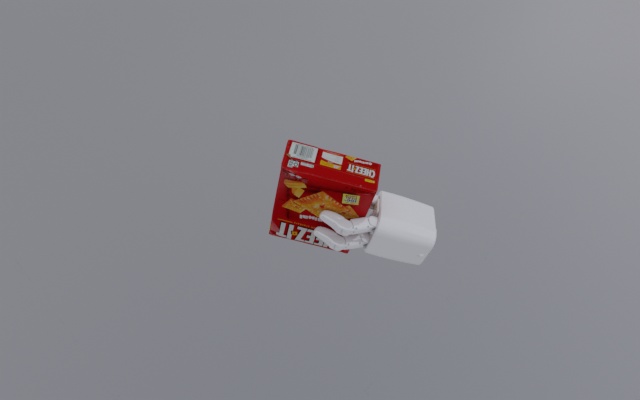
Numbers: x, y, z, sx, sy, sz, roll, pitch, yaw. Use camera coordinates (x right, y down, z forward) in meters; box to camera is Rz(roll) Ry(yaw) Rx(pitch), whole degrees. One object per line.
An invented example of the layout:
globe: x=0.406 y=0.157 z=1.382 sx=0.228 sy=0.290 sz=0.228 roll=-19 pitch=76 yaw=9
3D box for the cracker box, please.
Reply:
cracker box: x=0.000 y=0.003 z=0.863 sx=0.164 sy=0.072 sz=0.214 roll=15 pitch=-37 yaw=-2
